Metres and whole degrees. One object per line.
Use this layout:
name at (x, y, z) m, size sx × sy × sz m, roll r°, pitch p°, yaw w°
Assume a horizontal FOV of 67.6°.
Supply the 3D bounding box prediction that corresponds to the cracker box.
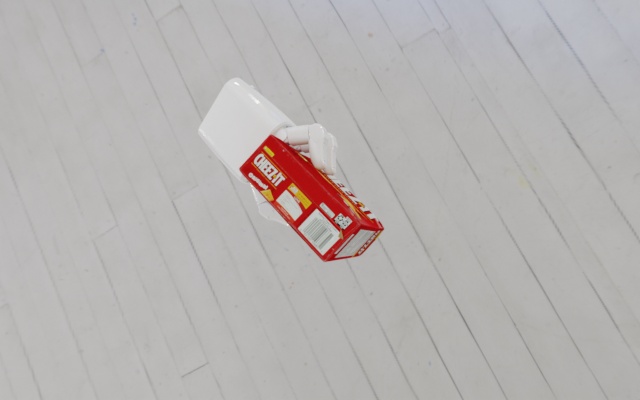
cracker box at (0.000, 0.002, 0.674) m, size 0.164 × 0.072 × 0.214 m, roll 46°, pitch 8°, yaw 14°
